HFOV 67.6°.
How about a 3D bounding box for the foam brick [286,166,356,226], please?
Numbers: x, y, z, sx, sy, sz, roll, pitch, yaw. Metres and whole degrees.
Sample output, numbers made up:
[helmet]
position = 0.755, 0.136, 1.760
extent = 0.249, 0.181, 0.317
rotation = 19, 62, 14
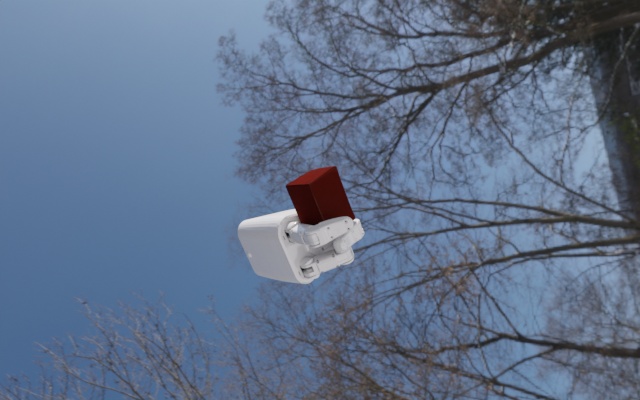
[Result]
[foam brick]
position = 0.000, 0.002, 0.620
extent = 0.053, 0.078, 0.051
rotation = -33, 21, -35
